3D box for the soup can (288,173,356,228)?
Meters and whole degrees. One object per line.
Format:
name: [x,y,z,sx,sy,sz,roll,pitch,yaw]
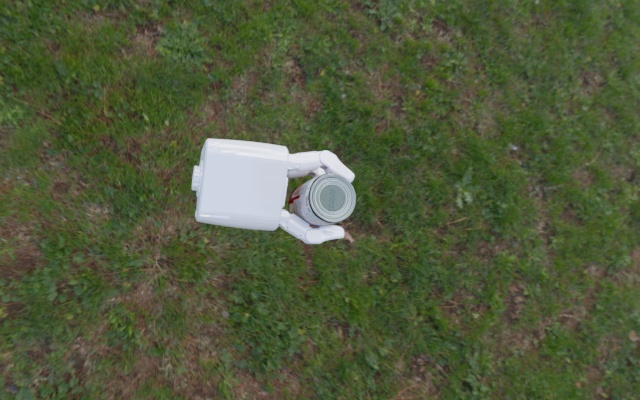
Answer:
soup can: [0.001,0.002,0.668,0.068,0.068,0.102,0,-7,-19]
